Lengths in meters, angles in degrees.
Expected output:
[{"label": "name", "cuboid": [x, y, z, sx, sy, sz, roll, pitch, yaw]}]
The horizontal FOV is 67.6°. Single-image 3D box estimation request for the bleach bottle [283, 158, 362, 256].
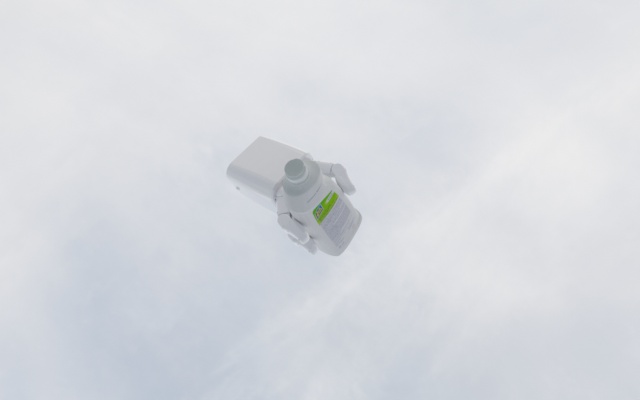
[{"label": "bleach bottle", "cuboid": [0.000, 0.003, 0.761, 0.068, 0.102, 0.251, 23, -18, 25]}]
